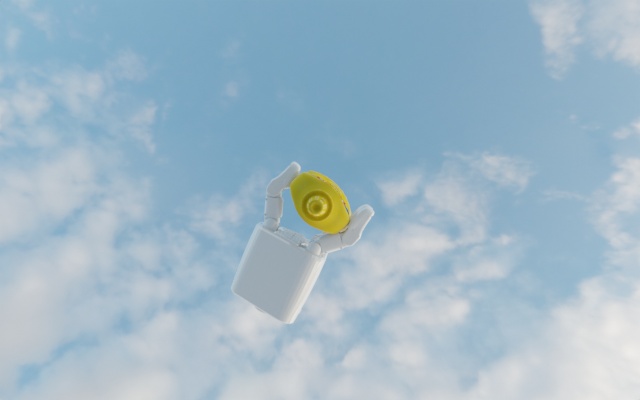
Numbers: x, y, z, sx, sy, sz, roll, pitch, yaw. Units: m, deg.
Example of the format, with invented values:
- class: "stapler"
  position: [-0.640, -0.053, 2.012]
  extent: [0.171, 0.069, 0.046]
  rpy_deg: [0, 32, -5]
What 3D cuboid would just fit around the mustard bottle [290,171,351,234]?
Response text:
- class: "mustard bottle"
  position: [0.000, 0.002, 0.672]
  extent: [0.058, 0.096, 0.191]
  rpy_deg: [-41, 0, 6]
